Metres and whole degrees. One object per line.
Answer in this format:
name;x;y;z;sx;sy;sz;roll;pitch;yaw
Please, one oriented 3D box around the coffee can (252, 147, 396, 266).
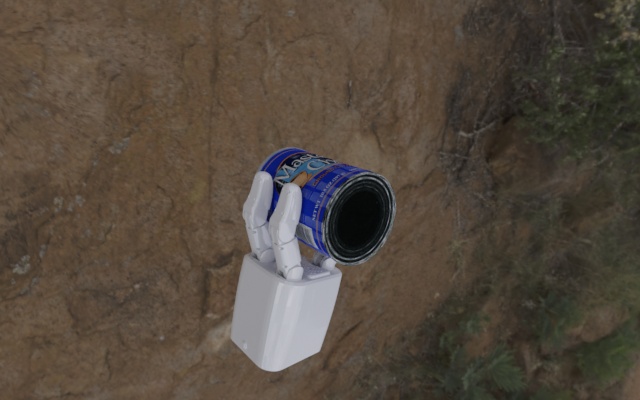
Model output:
coffee can;0.000;0.002;0.547;0.103;0.103;0.140;0;15;-39
